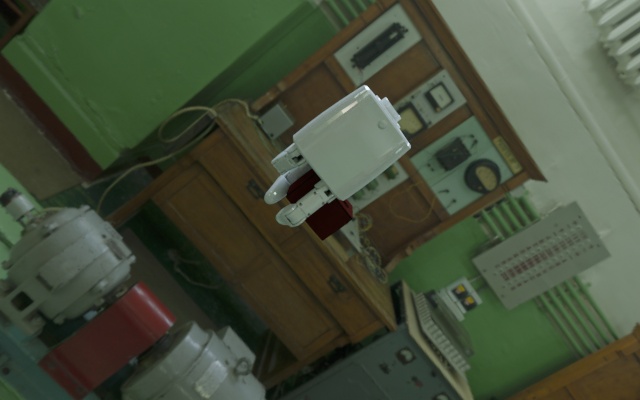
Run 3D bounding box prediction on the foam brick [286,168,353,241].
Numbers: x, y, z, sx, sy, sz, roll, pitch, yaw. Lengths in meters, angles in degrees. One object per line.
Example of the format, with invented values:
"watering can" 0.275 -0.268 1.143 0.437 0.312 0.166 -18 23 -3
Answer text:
"foam brick" 0.000 0.002 0.619 0.051 0.078 0.053 -36 13 13
